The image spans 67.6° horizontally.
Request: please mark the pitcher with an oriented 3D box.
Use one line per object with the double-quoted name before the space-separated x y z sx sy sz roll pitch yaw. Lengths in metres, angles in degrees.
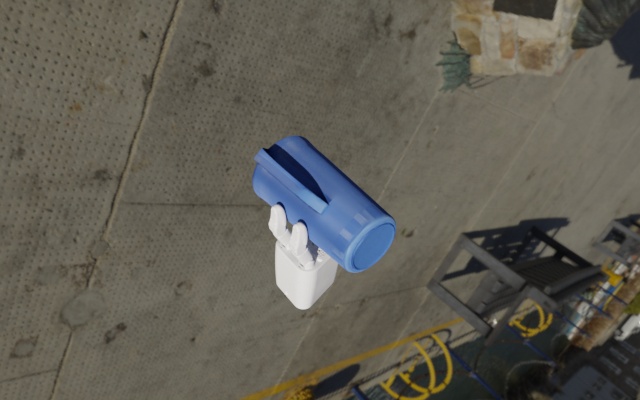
"pitcher" 0.000 0.003 0.781 0.149 0.145 0.242 -23 48 -33
